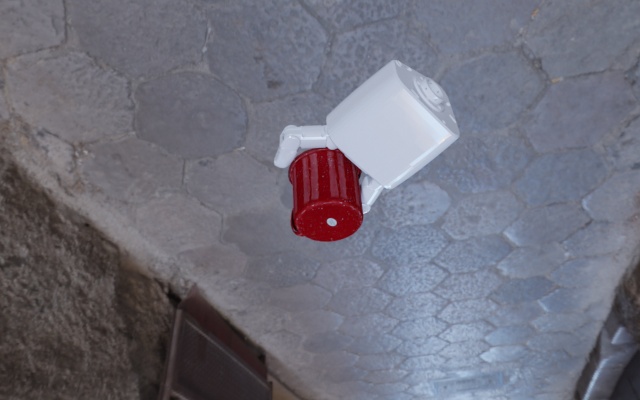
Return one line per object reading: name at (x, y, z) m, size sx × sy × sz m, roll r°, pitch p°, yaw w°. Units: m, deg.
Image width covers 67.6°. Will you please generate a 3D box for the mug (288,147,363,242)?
mug at (-0.001, 0.003, 0.583) m, size 0.093 × 0.081 × 0.117 m, roll 26°, pitch -48°, yaw -31°
